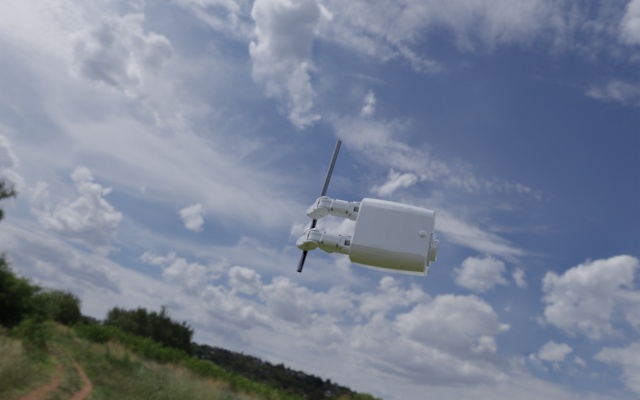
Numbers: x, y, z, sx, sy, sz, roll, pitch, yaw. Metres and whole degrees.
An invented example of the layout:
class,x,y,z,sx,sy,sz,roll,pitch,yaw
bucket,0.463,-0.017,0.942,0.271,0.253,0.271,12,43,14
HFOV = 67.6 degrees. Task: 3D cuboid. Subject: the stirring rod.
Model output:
class,x,y,z,sx,sy,sz,roll,pitch,yaw
stirring rod,0.000,0.003,0.763,0.011,0.239,0.011,14,-26,7
